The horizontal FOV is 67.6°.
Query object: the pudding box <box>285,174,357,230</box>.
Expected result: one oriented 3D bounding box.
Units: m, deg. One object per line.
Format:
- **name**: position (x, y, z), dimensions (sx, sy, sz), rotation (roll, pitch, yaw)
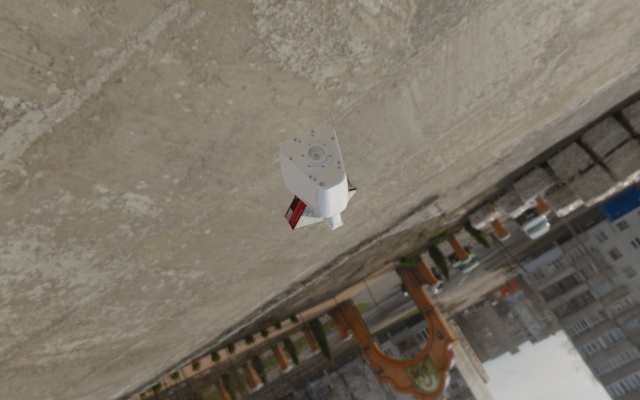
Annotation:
- **pudding box**: position (0.000, 0.003, 0.864), dimensions (0.113, 0.039, 0.090), rotation (-13, -29, -34)
